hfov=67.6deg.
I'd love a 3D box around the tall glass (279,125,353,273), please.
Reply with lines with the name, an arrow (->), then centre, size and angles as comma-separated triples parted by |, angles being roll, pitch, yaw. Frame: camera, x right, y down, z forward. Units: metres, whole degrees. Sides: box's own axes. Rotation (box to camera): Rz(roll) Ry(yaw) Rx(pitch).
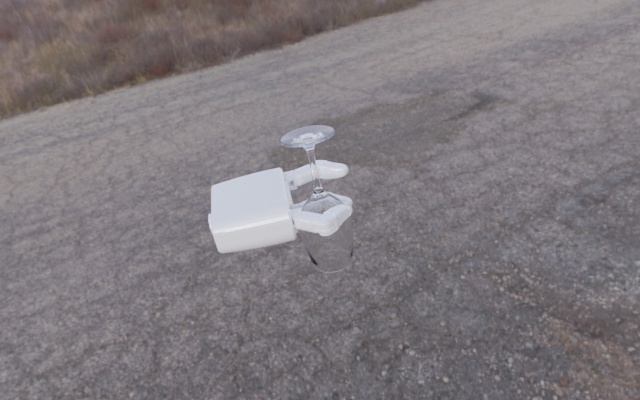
tall glass -> 0.000, 0.002, 0.669 | 0.079, 0.201, 0.079 | -10, 26, 5
